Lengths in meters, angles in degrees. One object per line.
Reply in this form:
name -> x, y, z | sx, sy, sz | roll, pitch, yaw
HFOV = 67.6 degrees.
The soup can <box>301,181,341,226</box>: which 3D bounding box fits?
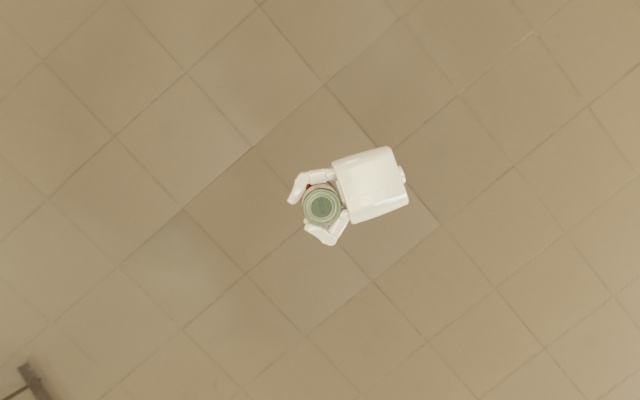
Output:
soup can -> 0.000, 0.003, 0.846 | 0.068, 0.068, 0.102 | 0, 11, -3
